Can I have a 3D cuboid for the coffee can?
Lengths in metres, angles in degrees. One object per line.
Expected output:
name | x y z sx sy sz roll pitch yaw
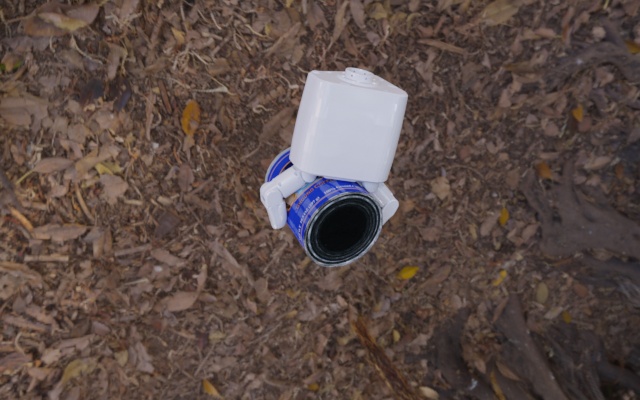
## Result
coffee can | 0.000 0.002 0.605 0.103 0.103 0.140 0 29 -28
